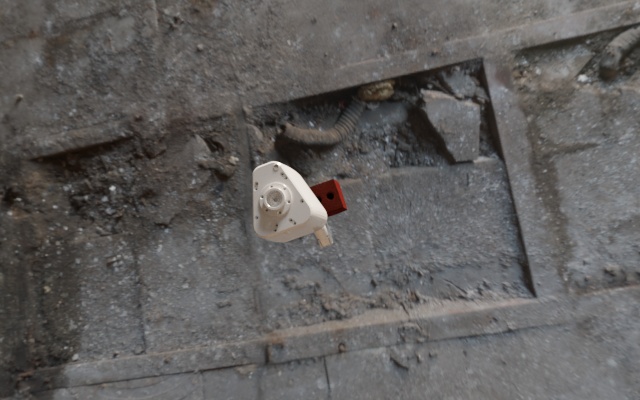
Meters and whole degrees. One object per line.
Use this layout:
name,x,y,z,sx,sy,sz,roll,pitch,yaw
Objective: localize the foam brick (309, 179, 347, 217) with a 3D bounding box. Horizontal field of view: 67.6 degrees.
foam brick,0.000,0.002,0.814,0.078,0.053,0.051,-20,-10,7
